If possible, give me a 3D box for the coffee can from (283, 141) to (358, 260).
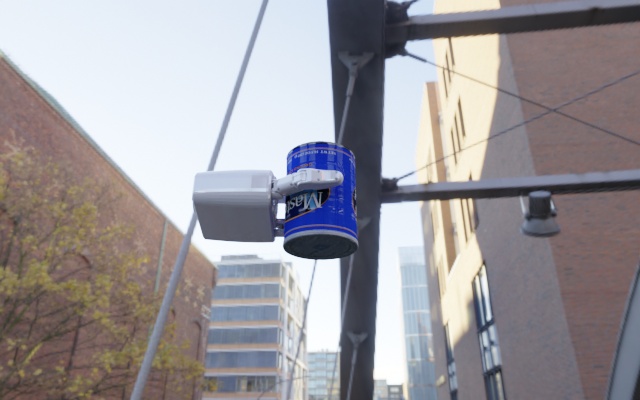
[{"bbox_3d":[0.000,0.002,0.677,0.103,0.140,0.103,0,-26,0],"label":"coffee can"}]
